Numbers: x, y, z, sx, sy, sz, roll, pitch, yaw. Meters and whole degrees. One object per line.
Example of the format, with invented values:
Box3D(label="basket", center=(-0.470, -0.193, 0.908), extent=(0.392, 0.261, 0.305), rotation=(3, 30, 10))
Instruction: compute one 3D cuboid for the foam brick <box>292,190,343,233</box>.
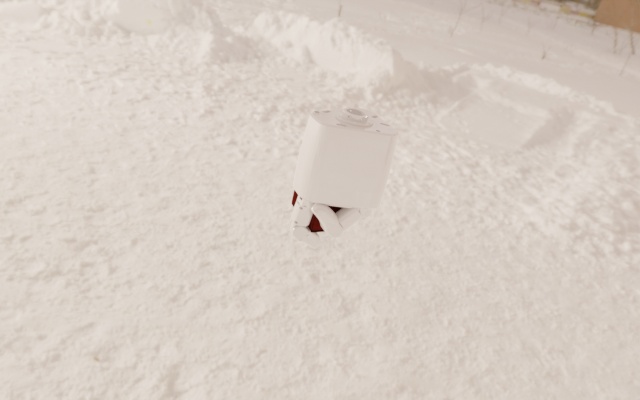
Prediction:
Box3D(label="foam brick", center=(0.000, 0.002, 0.675), extent=(0.053, 0.051, 0.078), rotation=(-2, 32, -27))
